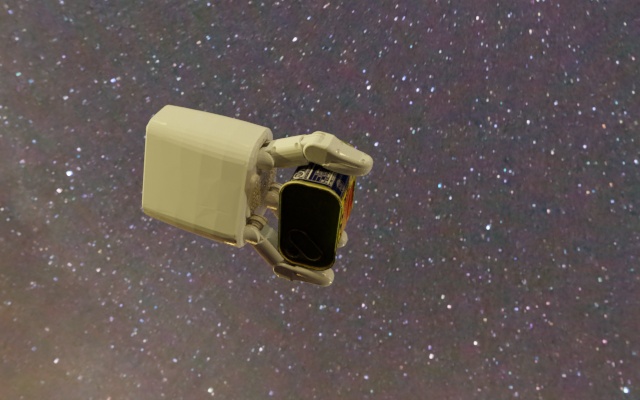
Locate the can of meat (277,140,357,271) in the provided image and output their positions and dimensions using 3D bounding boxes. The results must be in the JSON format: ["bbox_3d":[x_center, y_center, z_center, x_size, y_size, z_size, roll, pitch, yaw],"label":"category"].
[{"bbox_3d":[0.000,0.001,0.460,0.057,0.102,0.084,14,41,10],"label":"can of meat"}]
